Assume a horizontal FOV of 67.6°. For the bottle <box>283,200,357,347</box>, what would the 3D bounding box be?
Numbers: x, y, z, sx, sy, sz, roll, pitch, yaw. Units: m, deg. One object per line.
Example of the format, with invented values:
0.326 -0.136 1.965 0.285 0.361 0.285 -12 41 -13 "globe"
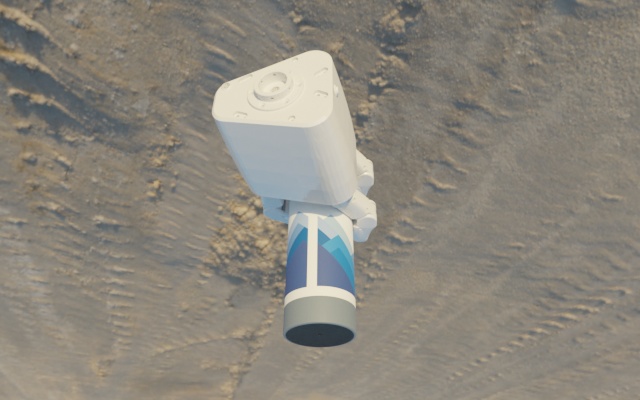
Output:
0.000 0.002 0.514 0.069 0.295 0.069 0 -35 0 "bottle"
